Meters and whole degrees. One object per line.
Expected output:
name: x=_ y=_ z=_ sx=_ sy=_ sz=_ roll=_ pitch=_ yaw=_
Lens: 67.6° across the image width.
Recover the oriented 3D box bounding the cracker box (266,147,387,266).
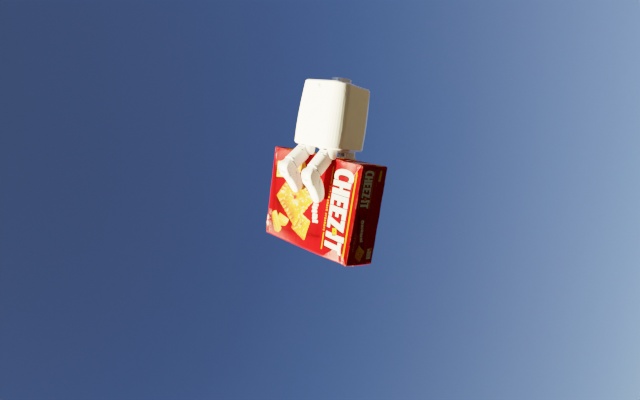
cracker box: x=0.000 y=0.003 z=0.821 sx=0.072 sy=0.164 sz=0.213 roll=-1 pitch=13 yaw=-43
